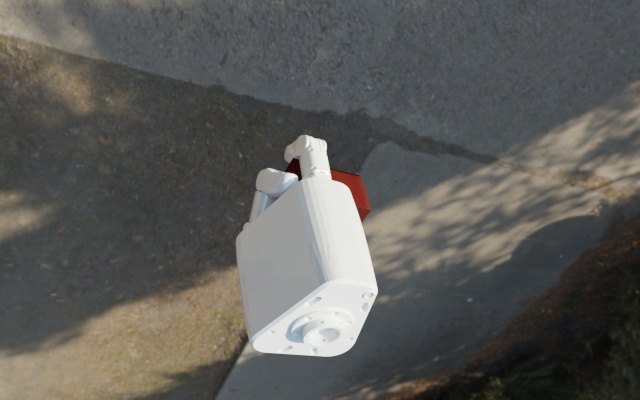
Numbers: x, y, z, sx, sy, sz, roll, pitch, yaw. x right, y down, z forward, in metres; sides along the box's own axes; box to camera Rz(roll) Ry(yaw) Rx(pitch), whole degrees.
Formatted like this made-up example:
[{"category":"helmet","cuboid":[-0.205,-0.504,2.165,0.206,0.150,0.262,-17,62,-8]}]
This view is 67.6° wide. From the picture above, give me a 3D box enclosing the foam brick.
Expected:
[{"category":"foam brick","cuboid":[0.000,0.001,0.465,0.078,0.051,0.053,12,-50,-27]}]
